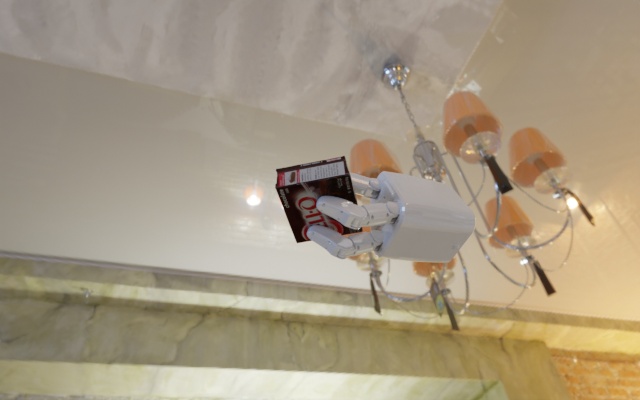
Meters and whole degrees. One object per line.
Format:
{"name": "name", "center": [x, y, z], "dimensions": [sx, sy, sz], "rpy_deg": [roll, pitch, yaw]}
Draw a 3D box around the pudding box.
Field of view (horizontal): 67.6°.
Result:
{"name": "pudding box", "center": [0.000, 0.002, 0.600], "dimensions": [0.090, 0.039, 0.114], "rpy_deg": [-11, -45, 5]}
